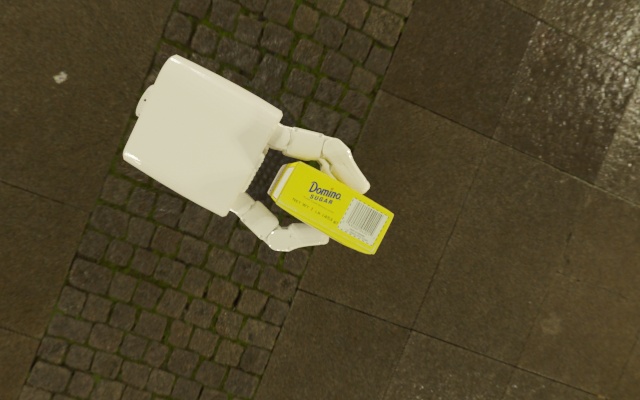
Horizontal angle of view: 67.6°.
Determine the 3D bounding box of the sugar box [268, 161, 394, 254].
[{"bbox_3d":[0.000,0.001,0.467,0.093,0.048,0.176,30,1,-10],"label":"sugar box"}]
